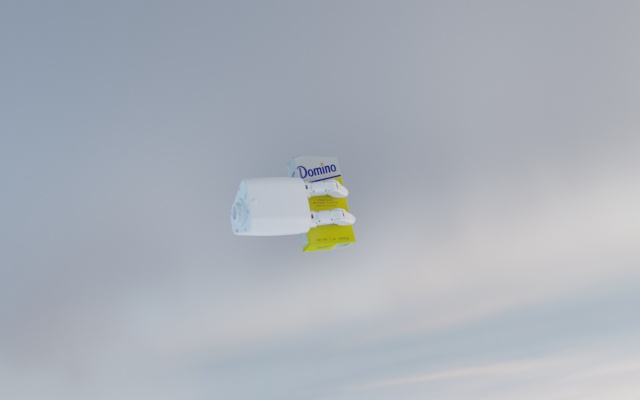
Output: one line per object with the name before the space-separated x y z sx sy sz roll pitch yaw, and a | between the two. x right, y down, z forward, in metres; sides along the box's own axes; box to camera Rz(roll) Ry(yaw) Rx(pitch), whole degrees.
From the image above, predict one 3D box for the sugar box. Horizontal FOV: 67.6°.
sugar box | 0.000 0.003 0.880 0.093 0.176 0.048 -2 -21 -24
